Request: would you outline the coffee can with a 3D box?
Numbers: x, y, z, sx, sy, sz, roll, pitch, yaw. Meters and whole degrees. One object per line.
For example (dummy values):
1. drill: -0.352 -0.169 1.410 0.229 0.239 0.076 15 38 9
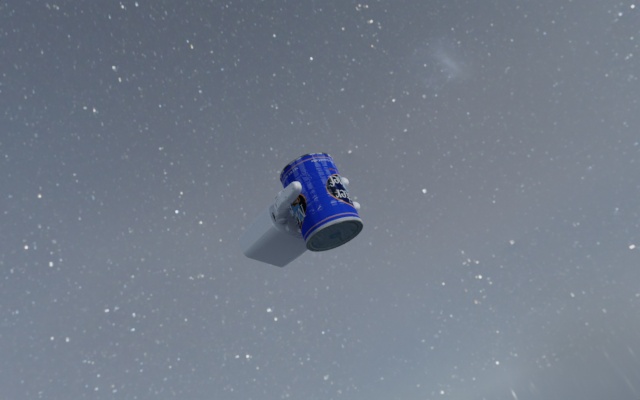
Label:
1. coffee can: 0.000 0.003 0.825 0.103 0.140 0.103 -18 -27 -10
